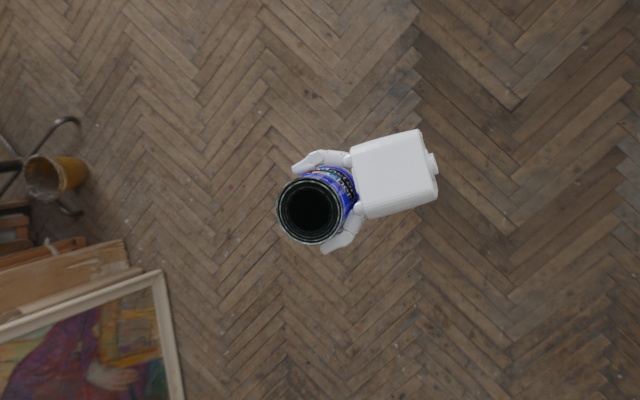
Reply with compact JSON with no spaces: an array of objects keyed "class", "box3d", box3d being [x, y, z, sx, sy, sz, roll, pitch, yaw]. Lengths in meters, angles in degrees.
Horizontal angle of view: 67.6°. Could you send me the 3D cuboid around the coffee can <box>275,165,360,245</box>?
[{"class":"coffee can","box3d":[0.000,0.002,0.756,0.103,0.103,0.140,0,11,15]}]
